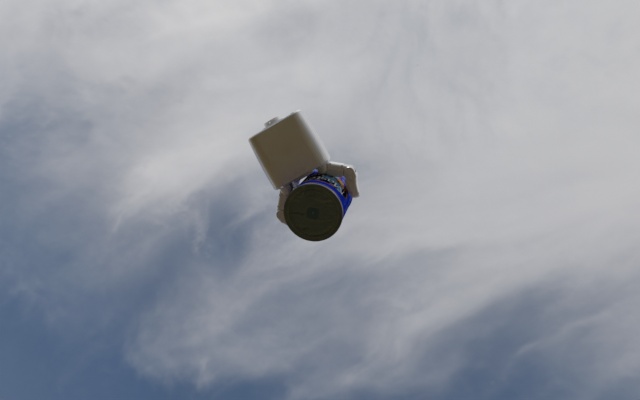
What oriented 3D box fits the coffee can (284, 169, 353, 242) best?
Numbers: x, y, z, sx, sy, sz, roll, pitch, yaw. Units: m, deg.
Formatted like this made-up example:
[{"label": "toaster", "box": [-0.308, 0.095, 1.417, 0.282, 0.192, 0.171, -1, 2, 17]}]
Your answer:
[{"label": "coffee can", "box": [0.000, 0.003, 0.869, 0.103, 0.103, 0.140, 0, 16, 11]}]
